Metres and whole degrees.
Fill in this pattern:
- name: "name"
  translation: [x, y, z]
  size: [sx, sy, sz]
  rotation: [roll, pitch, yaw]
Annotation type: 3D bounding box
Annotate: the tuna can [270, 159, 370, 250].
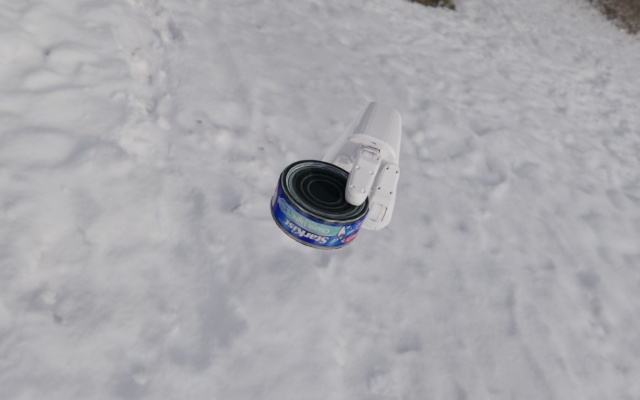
- name: "tuna can"
  translation: [0.000, 0.001, 0.429]
  size: [0.086, 0.034, 0.086]
  rotation: [14, 39, -12]
